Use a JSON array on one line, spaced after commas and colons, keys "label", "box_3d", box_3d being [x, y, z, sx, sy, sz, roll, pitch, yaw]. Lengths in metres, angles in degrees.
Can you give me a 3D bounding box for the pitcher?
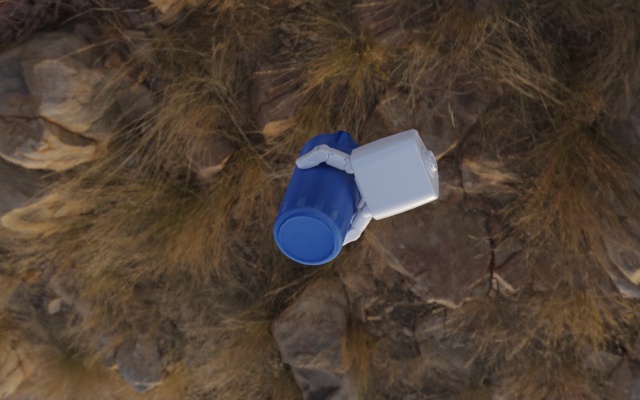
[{"label": "pitcher", "box_3d": [0.000, 0.003, 0.812, 0.145, 0.149, 0.242, -18, 27, 23]}]
